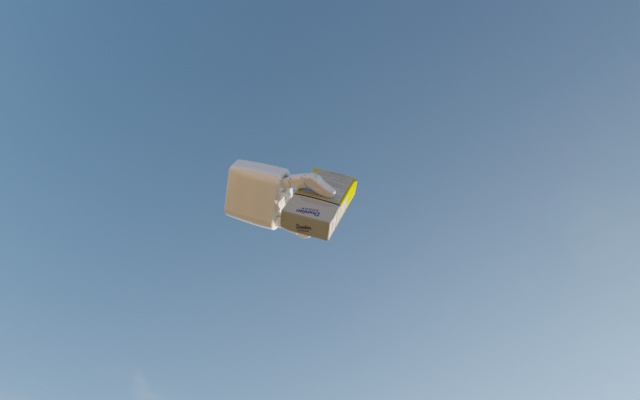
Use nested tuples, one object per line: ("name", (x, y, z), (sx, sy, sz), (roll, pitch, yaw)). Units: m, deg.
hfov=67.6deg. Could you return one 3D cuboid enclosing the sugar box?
("sugar box", (0.000, 0.003, 0.892), (0.093, 0.048, 0.176), (15, 35, 14))
